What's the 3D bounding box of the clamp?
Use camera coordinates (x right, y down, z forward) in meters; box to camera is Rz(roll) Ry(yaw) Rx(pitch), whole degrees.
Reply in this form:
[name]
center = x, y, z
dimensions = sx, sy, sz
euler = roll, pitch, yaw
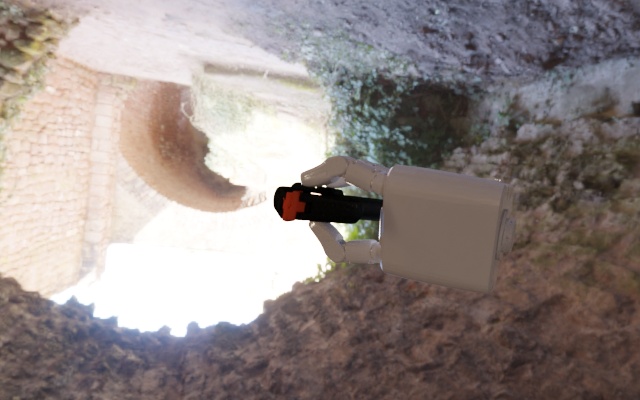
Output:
[clamp]
center = 0.000, 0.003, 0.526
dimensions = 0.164, 0.036, 0.210
euler = 11, 5, 26
